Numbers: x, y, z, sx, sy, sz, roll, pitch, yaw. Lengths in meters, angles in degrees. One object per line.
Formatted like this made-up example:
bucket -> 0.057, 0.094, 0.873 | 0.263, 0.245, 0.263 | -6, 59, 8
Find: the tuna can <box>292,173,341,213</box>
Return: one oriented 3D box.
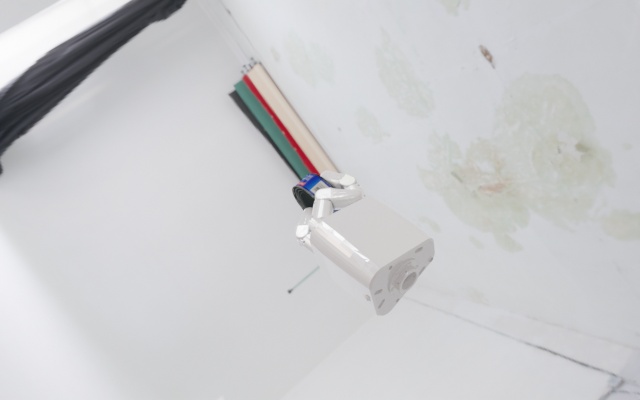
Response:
tuna can -> 0.000, 0.002, 0.694 | 0.033, 0.086, 0.086 | -43, 15, -17
